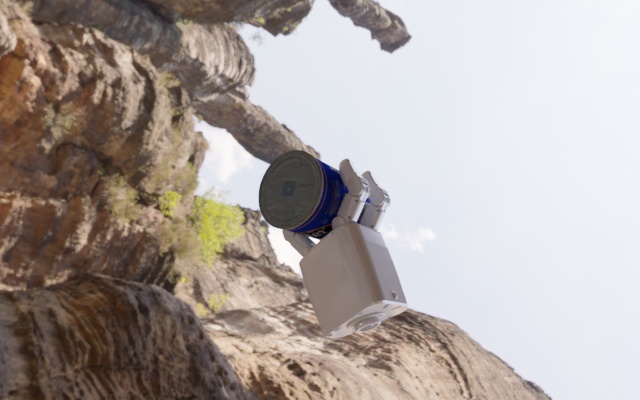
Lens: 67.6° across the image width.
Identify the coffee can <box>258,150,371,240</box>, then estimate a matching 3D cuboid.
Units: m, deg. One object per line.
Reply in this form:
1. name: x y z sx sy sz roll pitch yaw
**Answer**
1. coffee can: 0.000 0.002 0.649 0.103 0.102 0.140 0 -14 37
